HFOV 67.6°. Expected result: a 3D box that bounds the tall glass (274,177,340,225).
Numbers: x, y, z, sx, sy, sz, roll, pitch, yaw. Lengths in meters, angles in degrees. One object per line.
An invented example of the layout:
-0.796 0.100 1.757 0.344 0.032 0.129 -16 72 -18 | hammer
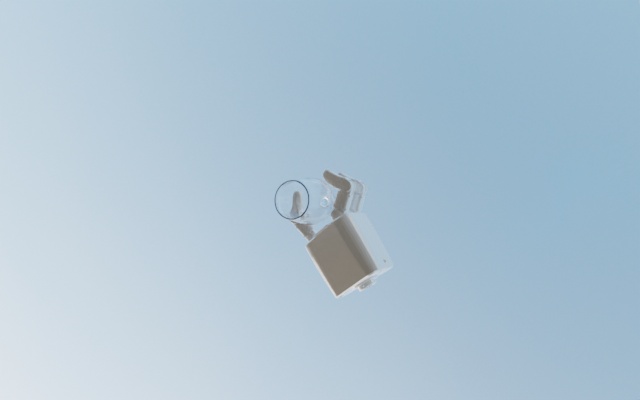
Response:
0.000 0.003 0.818 0.079 0.079 0.201 0 -2 27 | tall glass
